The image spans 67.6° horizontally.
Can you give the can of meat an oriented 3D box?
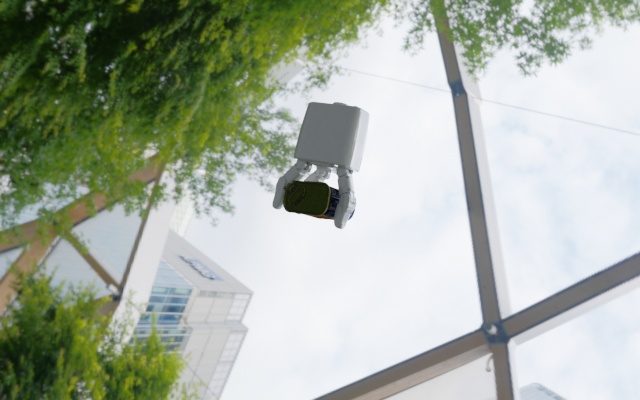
[{"bbox_3d":[0.000,0.003,0.840,0.102,0.057,0.084,5,-8,40],"label":"can of meat"}]
